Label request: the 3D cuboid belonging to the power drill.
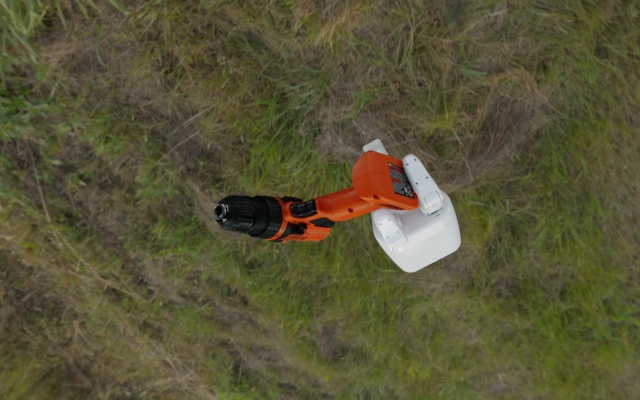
[{"bbox_3d":[0.001,0.002,0.541,0.188,0.057,0.184,-18,-16,34],"label":"power drill"}]
